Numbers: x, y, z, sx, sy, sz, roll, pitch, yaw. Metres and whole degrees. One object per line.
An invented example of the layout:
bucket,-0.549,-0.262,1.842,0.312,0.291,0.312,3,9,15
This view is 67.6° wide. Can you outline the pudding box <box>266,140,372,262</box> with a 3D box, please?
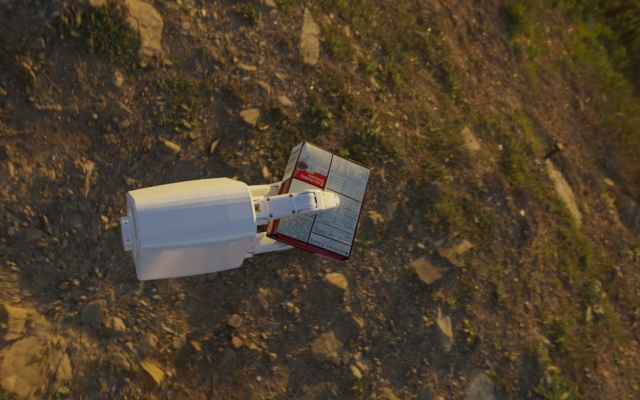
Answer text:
pudding box,0.000,0.002,0.527,0.090,0.113,0.039,22,-17,-17
